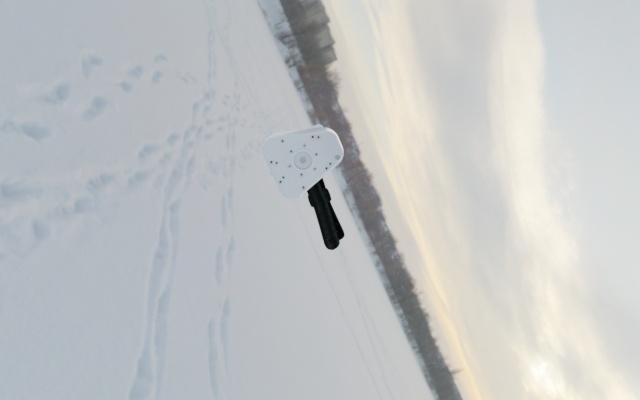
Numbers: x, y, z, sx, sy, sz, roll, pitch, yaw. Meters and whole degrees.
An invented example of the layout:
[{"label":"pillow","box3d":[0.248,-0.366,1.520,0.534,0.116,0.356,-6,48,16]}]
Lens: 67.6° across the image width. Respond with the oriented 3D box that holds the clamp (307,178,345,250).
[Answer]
[{"label":"clamp","box3d":[0.001,0.002,0.796,0.039,0.171,0.120,-24,9,3]}]
